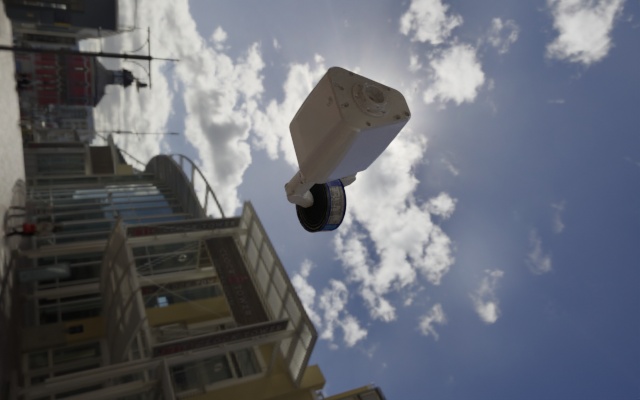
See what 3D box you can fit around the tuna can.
[{"bbox_3d":[0.001,0.002,0.678,0.034,0.086,0.086,-1,1,-34],"label":"tuna can"}]
